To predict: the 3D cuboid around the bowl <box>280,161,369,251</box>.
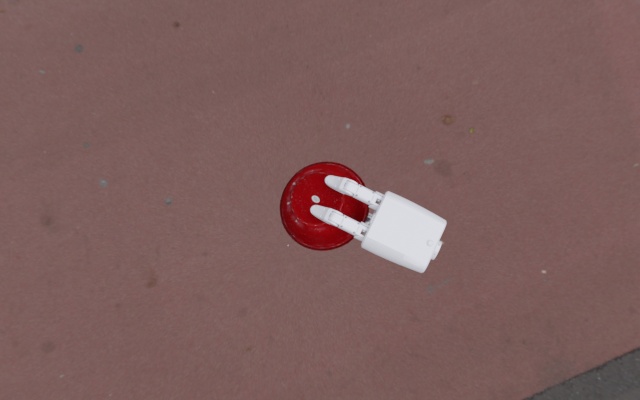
[{"bbox_3d":[-0.001,0.002,0.816,0.162,0.162,0.055,0,-13,13],"label":"bowl"}]
